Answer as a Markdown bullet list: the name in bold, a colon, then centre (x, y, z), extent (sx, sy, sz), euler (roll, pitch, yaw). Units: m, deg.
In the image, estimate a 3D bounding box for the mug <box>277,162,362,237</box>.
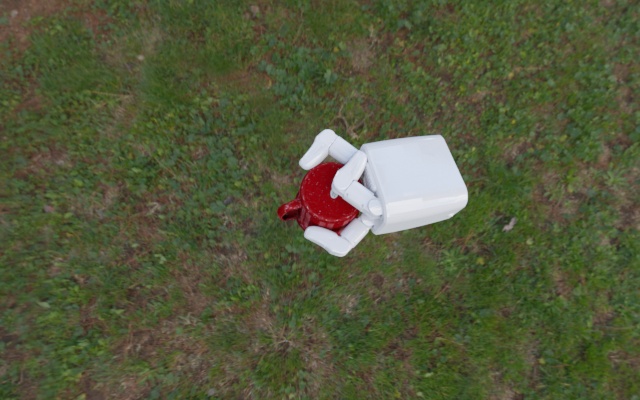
- **mug**: centre (-0.001, 0.002, 0.630), extent (0.117, 0.093, 0.081), euler (-12, -15, -8)
